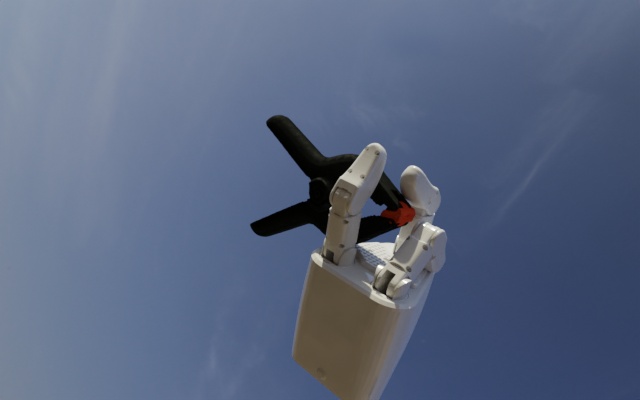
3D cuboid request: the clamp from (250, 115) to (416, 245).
[{"bbox_3d":[0.001,0.001,0.436,0.171,0.120,0.039,28,24,35],"label":"clamp"}]
